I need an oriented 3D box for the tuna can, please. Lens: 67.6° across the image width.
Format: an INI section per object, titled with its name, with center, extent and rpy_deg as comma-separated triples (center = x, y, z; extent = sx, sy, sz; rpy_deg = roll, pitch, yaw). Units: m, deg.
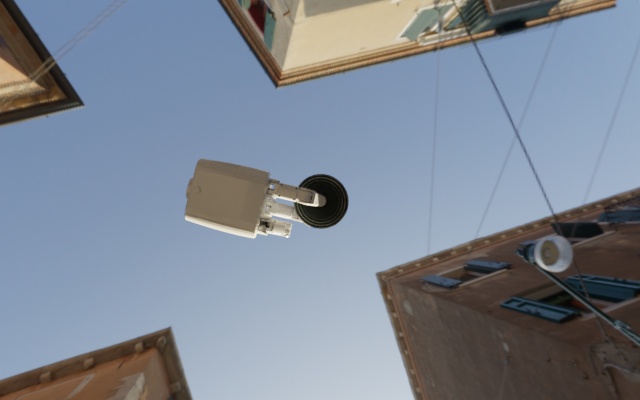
[tuna can]
center = 0.000, 0.003, 0.756
extent = 0.086, 0.086, 0.034
rpy_deg = 0, -5, -4
